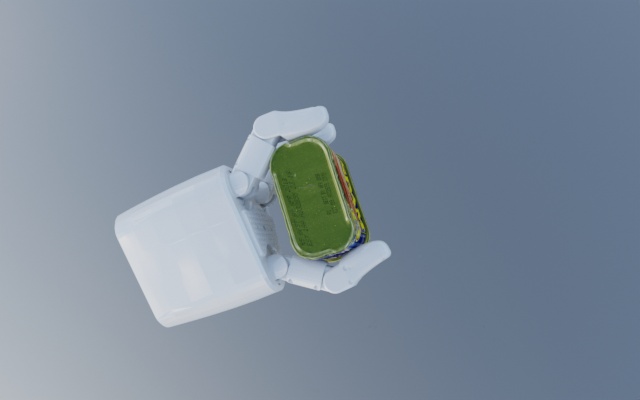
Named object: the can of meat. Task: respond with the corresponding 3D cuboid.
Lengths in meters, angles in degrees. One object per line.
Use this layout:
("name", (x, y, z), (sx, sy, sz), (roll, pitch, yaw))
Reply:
("can of meat", (0.000, 0.001, 0.410), (0.057, 0.102, 0.084), (-19, -10, 9))
